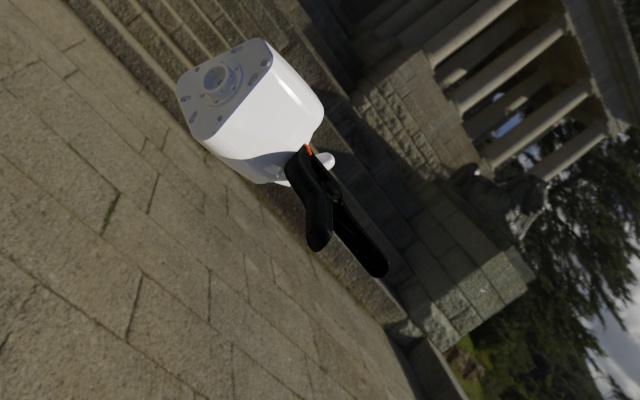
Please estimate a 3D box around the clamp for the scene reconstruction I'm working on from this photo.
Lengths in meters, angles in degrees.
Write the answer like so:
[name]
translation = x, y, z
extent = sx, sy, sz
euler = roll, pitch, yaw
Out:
[clamp]
translation = 0.001, 0.001, 0.486
extent = 0.039, 0.171, 0.120
euler = -40, -31, 11
